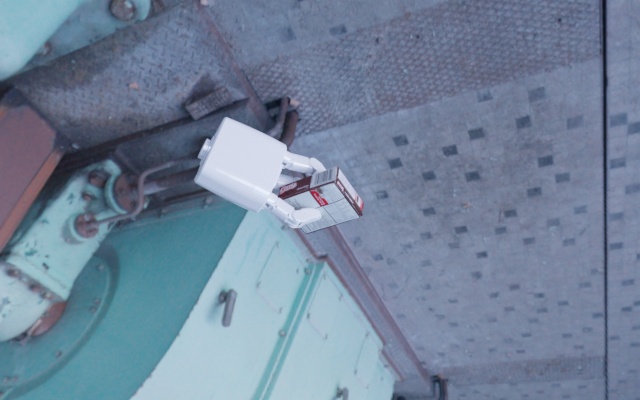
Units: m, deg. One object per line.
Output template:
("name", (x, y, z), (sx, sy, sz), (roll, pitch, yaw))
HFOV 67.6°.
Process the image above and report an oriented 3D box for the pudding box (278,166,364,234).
("pudding box", (0.000, 0.003, 0.773), (0.113, 0.039, 0.090), (-17, -50, 28))
